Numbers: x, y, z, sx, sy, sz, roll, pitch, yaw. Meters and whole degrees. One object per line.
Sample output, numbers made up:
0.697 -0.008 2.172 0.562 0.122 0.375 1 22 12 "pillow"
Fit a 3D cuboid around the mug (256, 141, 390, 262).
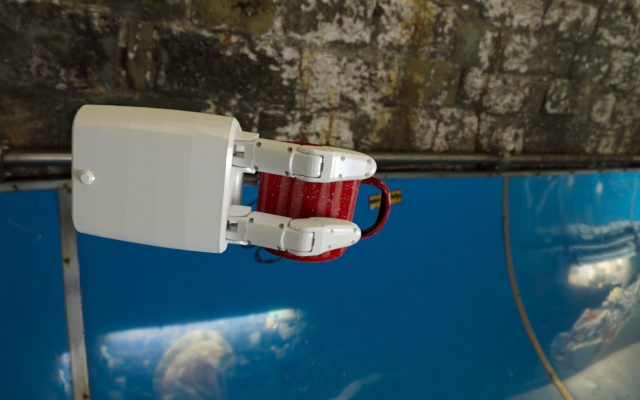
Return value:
0.001 0.002 0.403 0.117 0.081 0.093 8 17 -4 "mug"
